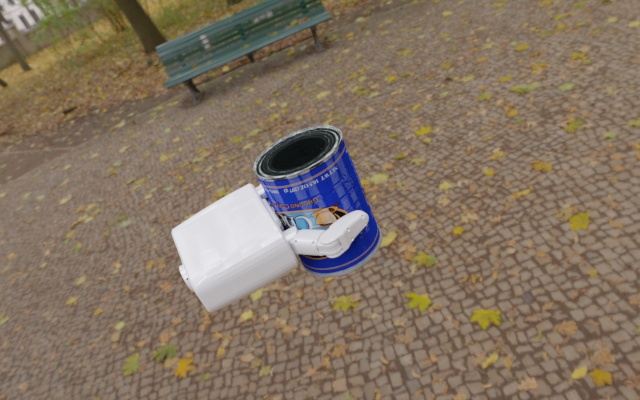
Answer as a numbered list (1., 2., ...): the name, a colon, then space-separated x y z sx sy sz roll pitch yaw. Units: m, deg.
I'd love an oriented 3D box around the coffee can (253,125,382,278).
1. coffee can: 0.000 0.002 0.540 0.103 0.140 0.102 -18 31 11
